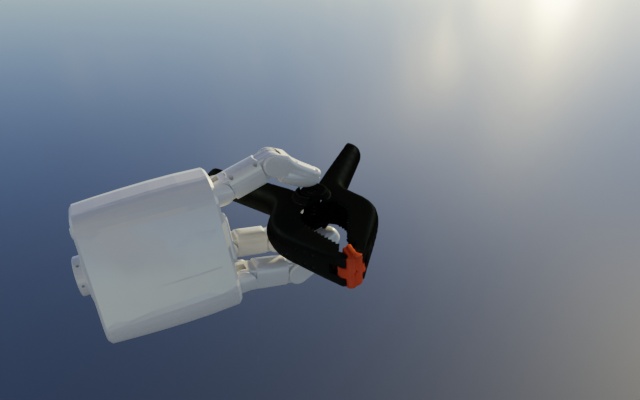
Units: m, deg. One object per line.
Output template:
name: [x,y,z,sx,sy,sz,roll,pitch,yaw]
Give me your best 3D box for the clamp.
clamp: [0.000,0.001,0.433,0.164,0.036,0.210,-17,33,-20]
